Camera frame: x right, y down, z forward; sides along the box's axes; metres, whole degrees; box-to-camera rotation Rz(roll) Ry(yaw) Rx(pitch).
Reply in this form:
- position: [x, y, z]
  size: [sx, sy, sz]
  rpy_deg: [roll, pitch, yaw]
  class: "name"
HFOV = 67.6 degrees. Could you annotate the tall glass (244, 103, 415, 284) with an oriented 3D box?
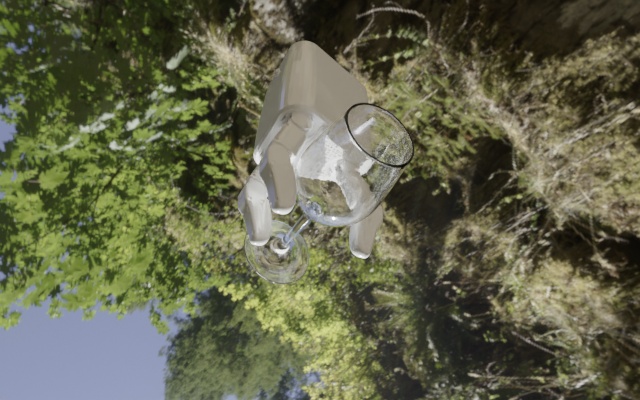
- position: [0.000, 0.002, 0.431]
  size: [0.079, 0.079, 0.201]
  rpy_deg: [0, -31, -33]
  class: "tall glass"
